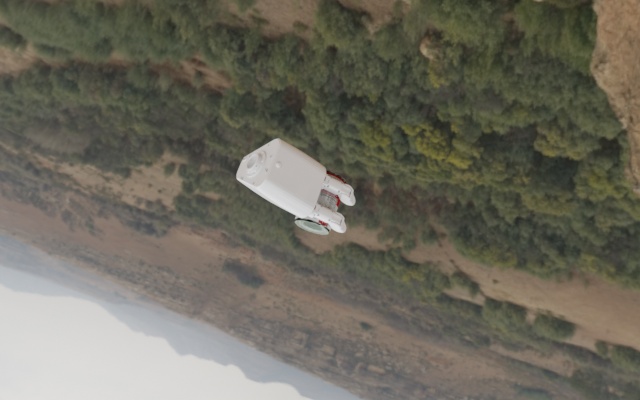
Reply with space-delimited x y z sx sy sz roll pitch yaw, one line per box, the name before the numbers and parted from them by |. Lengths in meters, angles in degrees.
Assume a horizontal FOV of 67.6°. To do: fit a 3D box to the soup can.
soup can | 0.000 0.003 0.868 0.068 0.102 0.068 17 -18 6
